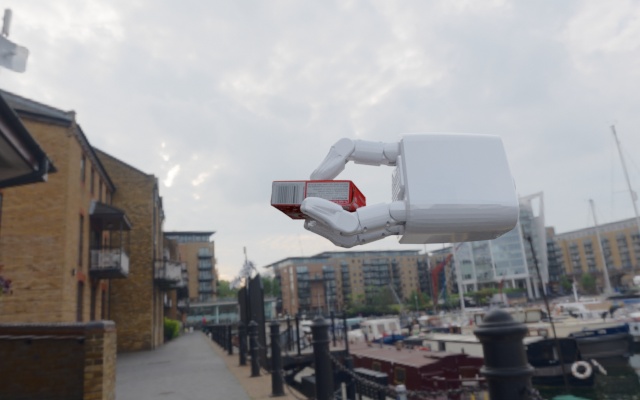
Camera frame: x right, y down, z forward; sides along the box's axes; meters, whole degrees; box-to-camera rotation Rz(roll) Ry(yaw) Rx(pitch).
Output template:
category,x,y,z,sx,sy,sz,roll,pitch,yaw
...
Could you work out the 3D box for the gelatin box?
category,x,y,z,sx,sy,sz,roll,pitch,yaw
gelatin box,0.000,0.001,0.516,0.089,0.030,0.073,0,-14,16
